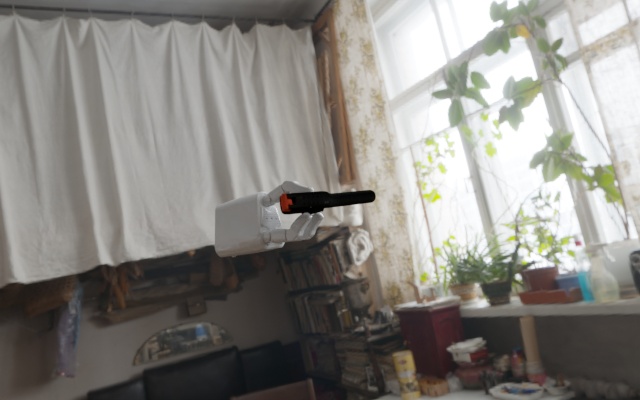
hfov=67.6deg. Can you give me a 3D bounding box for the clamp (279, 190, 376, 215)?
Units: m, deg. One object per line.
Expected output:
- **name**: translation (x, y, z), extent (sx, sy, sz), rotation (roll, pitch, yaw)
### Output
- **clamp**: translation (0.000, 0.002, 0.867), extent (0.164, 0.036, 0.210), rotation (-14, -8, 22)
